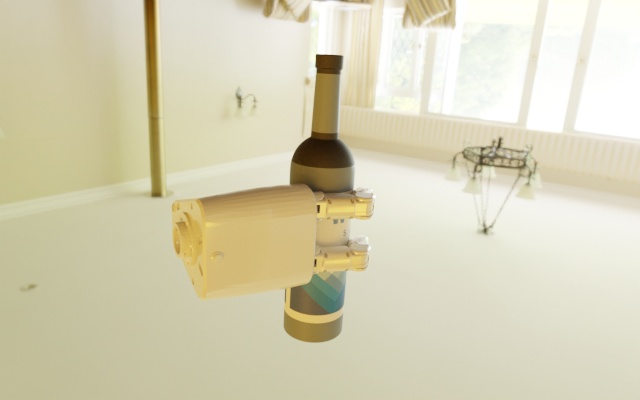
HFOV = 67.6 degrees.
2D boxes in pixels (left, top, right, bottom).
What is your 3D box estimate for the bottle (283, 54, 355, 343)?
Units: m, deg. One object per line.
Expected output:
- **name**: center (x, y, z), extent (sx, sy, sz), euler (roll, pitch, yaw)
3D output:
- **bottle**: center (0.000, 0.002, 0.497), extent (0.069, 0.296, 0.069), euler (3, 17, -1)
